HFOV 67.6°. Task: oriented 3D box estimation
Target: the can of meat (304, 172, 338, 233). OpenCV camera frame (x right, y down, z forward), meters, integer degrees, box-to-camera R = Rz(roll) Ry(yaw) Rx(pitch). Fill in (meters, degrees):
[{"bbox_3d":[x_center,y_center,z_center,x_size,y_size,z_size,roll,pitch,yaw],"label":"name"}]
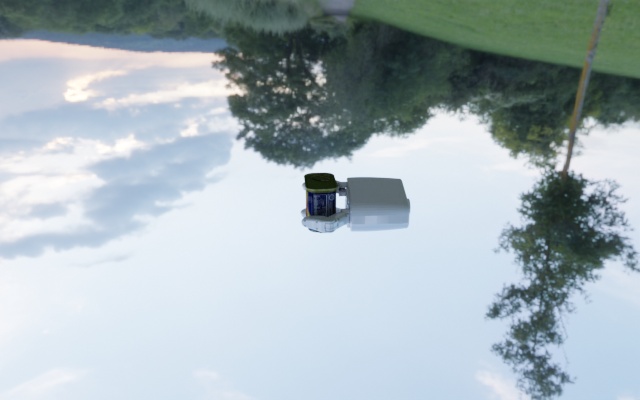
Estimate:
[{"bbox_3d":[0.000,0.003,0.871,0.057,0.084,0.102,-2,20,-4],"label":"can of meat"}]
